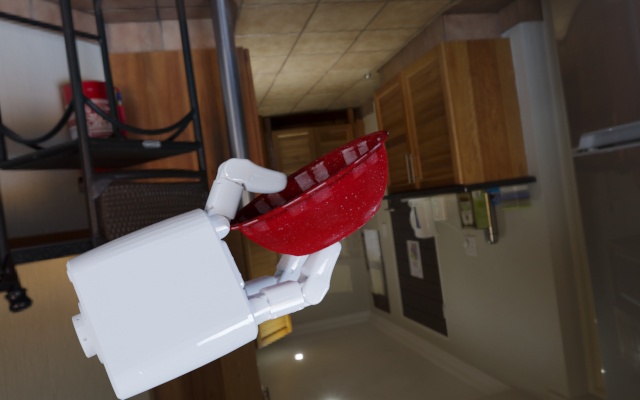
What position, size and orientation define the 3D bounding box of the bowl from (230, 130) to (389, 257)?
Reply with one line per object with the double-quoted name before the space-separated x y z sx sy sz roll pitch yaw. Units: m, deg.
"bowl" 0.001 0.001 0.423 0.162 0.055 0.162 -30 11 6
